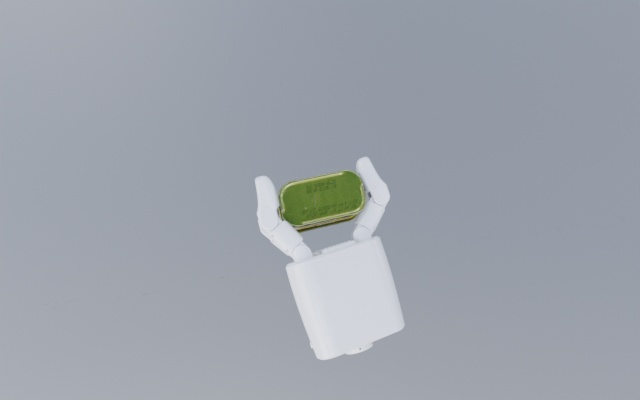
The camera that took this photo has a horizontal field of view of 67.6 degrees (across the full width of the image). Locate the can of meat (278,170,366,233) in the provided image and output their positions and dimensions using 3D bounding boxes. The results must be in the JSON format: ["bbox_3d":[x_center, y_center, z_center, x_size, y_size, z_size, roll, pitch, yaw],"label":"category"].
[{"bbox_3d":[0.000,0.002,0.563,0.102,0.057,0.084,-13,-5,-4],"label":"can of meat"}]
